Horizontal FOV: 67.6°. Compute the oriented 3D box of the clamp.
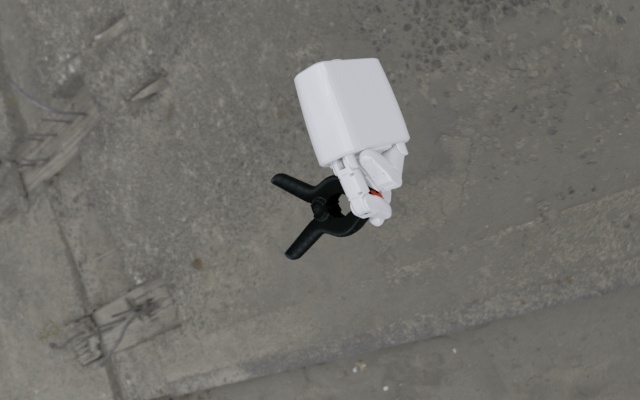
[{"bbox_3d":[0.000,0.002,0.619,0.171,0.120,0.039,-23,-3,37],"label":"clamp"}]
